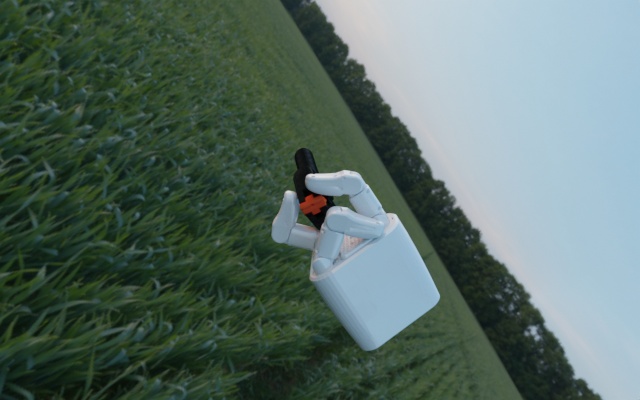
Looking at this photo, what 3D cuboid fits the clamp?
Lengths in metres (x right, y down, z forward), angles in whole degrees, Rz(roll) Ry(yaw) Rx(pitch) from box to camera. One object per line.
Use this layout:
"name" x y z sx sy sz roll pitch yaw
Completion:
"clamp" 0.001 0.002 0.588 0.039 0.120 0.171 -31 14 10
